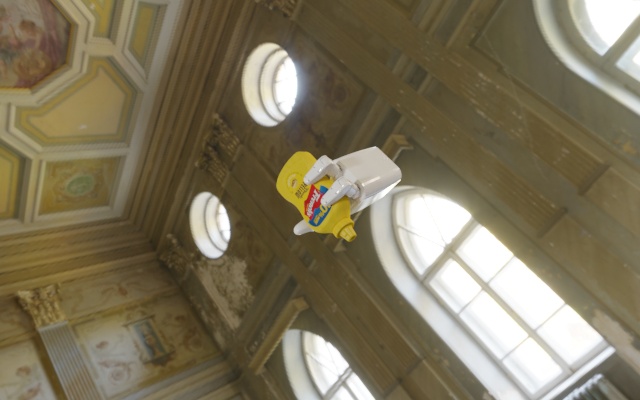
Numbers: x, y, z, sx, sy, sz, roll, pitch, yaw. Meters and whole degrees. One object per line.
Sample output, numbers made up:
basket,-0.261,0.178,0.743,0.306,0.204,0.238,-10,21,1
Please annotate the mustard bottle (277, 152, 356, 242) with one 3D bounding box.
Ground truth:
mustard bottle,0.000,0.003,0.882,0.058,0.096,0.191,-4,45,-52
